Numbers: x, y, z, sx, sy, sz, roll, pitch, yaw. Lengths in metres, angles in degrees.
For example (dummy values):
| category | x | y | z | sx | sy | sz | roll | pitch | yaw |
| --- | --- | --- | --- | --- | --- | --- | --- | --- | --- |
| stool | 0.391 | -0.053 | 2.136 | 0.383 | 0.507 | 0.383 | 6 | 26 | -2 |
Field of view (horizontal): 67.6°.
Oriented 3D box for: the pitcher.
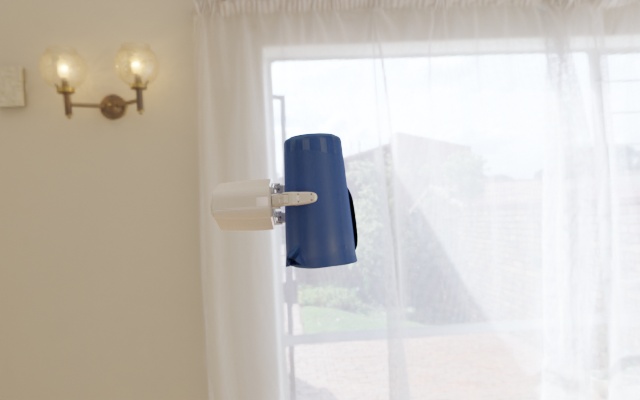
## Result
| category | x | y | z | sx | sy | sz | roll | pitch | yaw |
| --- | --- | --- | --- | --- | --- | --- | --- | --- | --- |
| pitcher | 0.000 | 0.003 | 0.892 | 0.145 | 0.243 | 0.149 | -4 | -2 | -3 |
